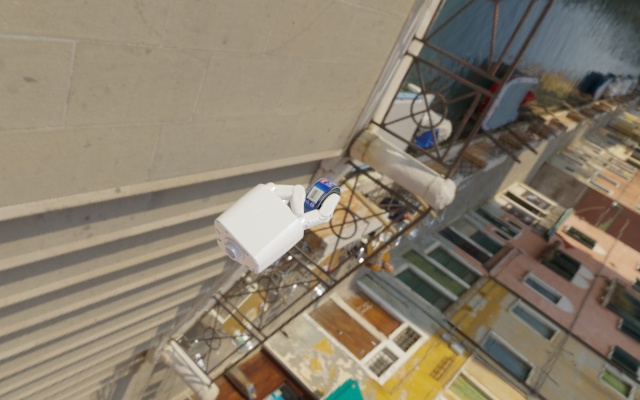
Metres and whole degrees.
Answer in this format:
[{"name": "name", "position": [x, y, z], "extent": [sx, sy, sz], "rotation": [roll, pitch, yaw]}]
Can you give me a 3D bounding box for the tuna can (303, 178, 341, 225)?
[{"name": "tuna can", "position": [0.001, 0.003, 0.885], "extent": [0.033, 0.086, 0.086], "rotation": [33, 13, 22]}]
